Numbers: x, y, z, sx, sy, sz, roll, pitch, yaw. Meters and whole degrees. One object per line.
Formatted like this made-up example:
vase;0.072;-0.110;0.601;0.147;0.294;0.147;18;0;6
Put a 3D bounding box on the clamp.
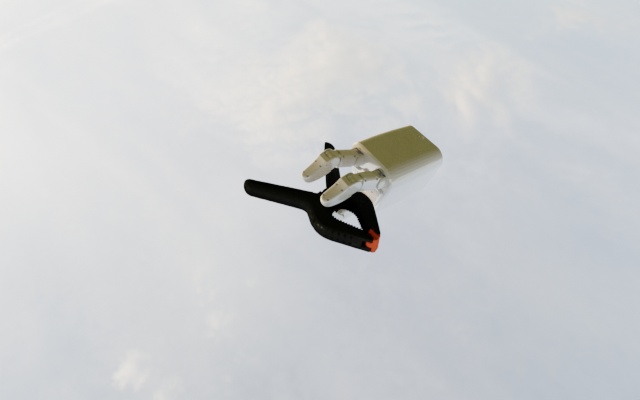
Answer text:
clamp;0.001;0.003;0.679;0.164;0.036;0.210;-23;51;-23
